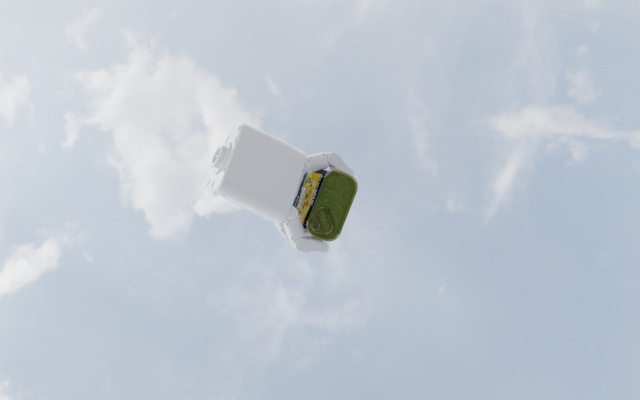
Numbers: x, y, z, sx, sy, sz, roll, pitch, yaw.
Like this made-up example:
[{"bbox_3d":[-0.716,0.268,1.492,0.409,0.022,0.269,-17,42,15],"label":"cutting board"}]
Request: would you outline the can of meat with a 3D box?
[{"bbox_3d":[0.000,0.002,0.720,0.057,0.102,0.084,22,-2,-27],"label":"can of meat"}]
